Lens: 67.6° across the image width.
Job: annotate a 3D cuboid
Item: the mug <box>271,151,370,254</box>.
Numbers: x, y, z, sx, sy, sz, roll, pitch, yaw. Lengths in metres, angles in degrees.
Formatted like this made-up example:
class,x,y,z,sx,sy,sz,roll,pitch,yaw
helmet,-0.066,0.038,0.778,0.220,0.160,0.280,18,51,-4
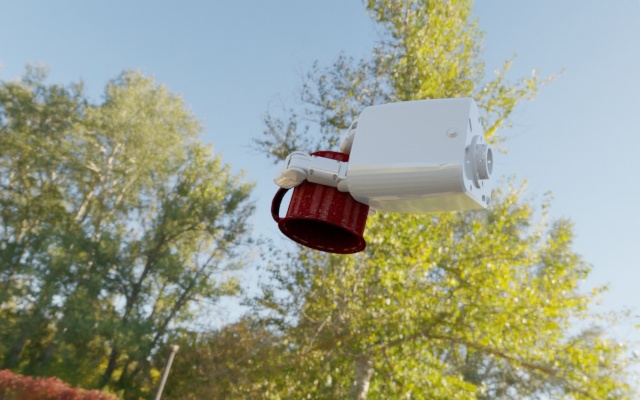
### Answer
class,x,y,z,sx,sy,sz,roll,pitch,yaw
mug,-0.001,0.002,0.508,0.117,0.081,0.093,0,-28,31
